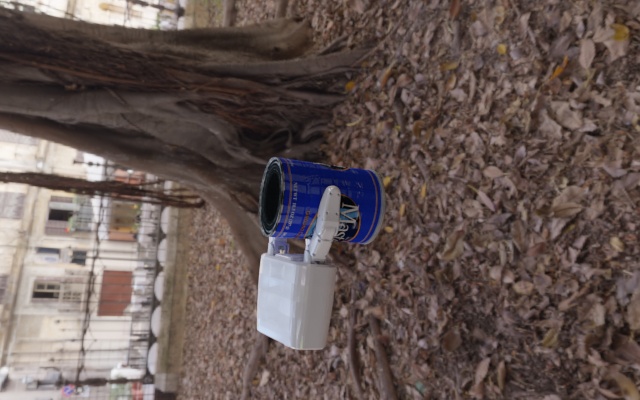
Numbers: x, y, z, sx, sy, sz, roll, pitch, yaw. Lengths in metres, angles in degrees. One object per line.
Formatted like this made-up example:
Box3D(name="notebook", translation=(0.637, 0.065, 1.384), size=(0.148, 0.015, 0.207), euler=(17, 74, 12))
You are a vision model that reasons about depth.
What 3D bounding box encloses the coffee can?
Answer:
Box3D(name="coffee can", translation=(0.000, 0.002, 0.629), size=(0.140, 0.103, 0.103), euler=(6, -2, -22))
